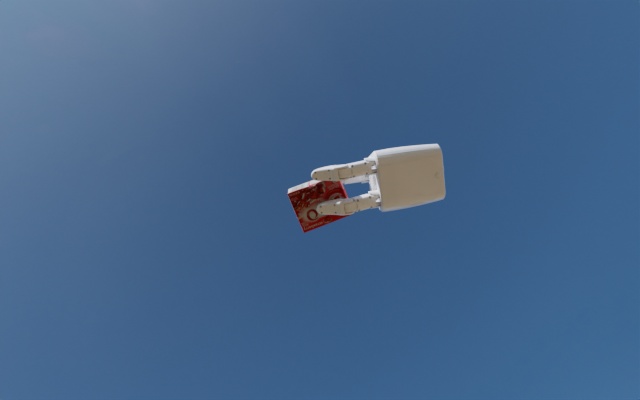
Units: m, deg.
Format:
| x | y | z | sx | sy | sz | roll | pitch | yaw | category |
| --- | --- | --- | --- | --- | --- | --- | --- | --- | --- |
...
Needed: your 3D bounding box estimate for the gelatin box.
| x | y | z | sx | sy | sz | roll | pitch | yaw | category |
| --- | --- | --- | --- | --- | --- | --- | --- | --- | --- |
| 0.000 | 0.003 | 0.780 | 0.089 | 0.073 | 0.030 | -20 | 17 | 6 | gelatin box |
